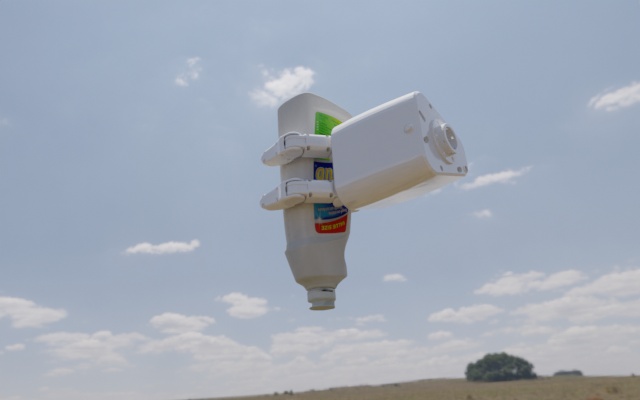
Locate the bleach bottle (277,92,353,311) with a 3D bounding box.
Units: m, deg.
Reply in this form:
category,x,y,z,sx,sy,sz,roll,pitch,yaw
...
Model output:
category,x,y,z,sx,sy,sz,roll,pitch,yaw
bleach bottle,0.000,0.002,0.563,0.068,0.250,0.102,-22,-29,37
